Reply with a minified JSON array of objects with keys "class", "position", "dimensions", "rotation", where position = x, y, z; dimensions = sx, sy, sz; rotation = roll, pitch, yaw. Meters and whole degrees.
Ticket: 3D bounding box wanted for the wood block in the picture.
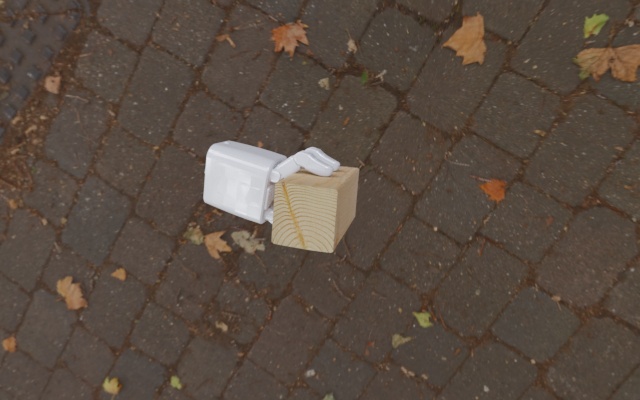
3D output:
[{"class":"wood block","position":[0.000,0.003,0.743],"dimensions":[0.090,0.091,0.206],"rotation":[8,14,11]}]
